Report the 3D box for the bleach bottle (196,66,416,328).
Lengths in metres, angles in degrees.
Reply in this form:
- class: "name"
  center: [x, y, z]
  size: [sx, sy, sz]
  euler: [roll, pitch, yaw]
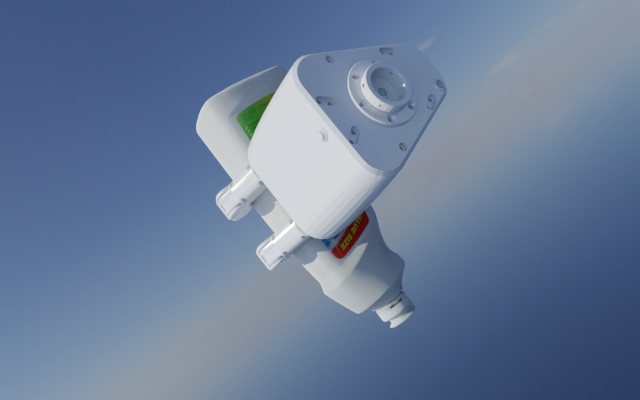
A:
- class: "bleach bottle"
  center: [0.000, 0.001, 0.435]
  size: [0.102, 0.251, 0.068]
  euler: [-36, -7, -32]
